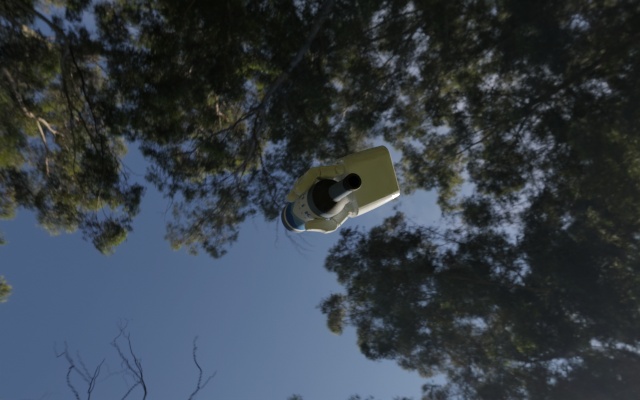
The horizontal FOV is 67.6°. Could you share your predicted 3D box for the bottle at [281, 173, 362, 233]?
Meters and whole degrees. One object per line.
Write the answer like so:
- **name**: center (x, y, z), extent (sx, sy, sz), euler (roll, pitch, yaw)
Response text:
- **bottle**: center (0.000, 0.003, 0.883), extent (0.069, 0.069, 0.296), euler (0, -13, -22)
